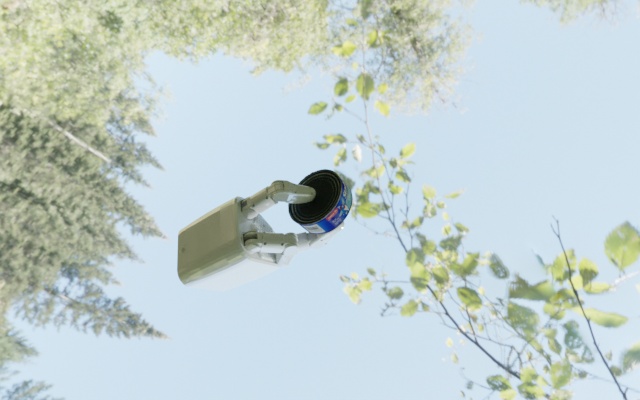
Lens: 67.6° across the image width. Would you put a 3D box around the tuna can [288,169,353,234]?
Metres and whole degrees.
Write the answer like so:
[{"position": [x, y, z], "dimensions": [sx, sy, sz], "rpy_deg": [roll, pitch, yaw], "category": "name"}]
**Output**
[{"position": [0.000, 0.002, 0.647], "dimensions": [0.086, 0.086, 0.034], "rpy_deg": [0, -30, 39], "category": "tuna can"}]
